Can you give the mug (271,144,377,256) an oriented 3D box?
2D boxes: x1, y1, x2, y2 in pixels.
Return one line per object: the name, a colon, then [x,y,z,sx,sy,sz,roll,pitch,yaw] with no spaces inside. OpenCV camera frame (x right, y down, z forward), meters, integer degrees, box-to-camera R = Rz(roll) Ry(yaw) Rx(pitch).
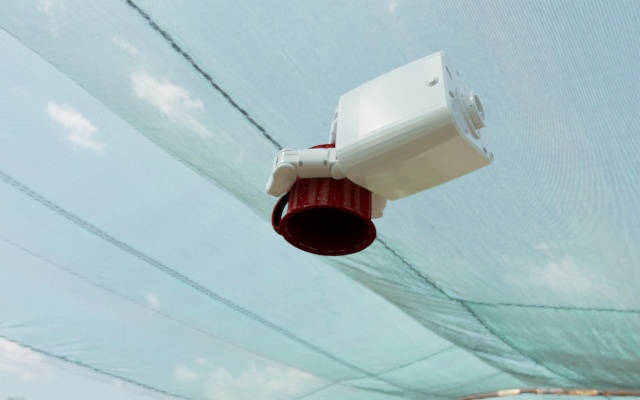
mug: [-0.001,0.002,0.484,0.117,0.081,0.093,-19,-42,31]
